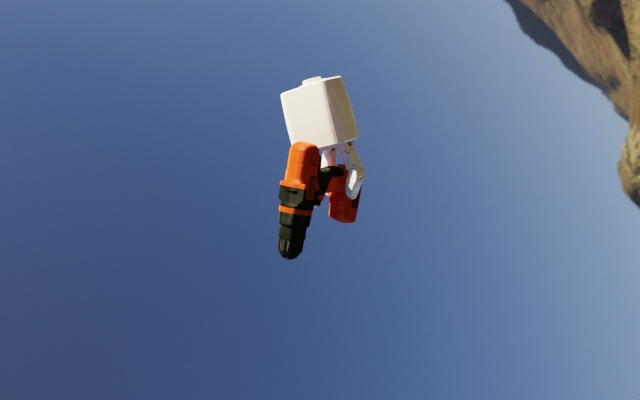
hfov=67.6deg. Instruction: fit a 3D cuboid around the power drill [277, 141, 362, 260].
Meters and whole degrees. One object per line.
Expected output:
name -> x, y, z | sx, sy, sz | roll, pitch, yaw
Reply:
power drill -> 0.000, 0.002, 0.797 | 0.057, 0.184, 0.187 | 13, 6, 30
